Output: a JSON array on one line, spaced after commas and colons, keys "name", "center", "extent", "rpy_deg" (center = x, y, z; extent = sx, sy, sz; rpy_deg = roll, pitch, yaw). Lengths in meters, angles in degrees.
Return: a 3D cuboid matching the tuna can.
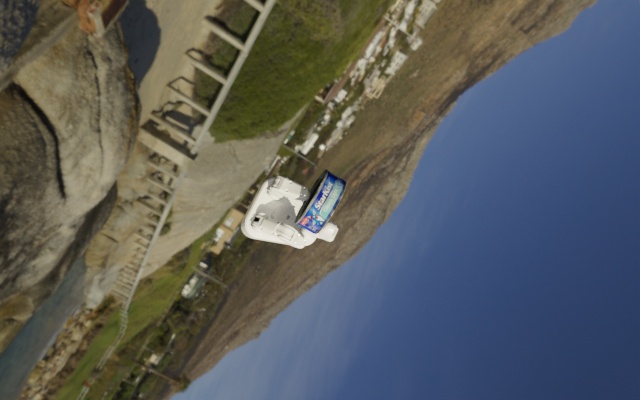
[{"name": "tuna can", "center": [0.001, 0.002, 0.651], "extent": [0.034, 0.086, 0.086], "rpy_deg": [30, -4, -7]}]
